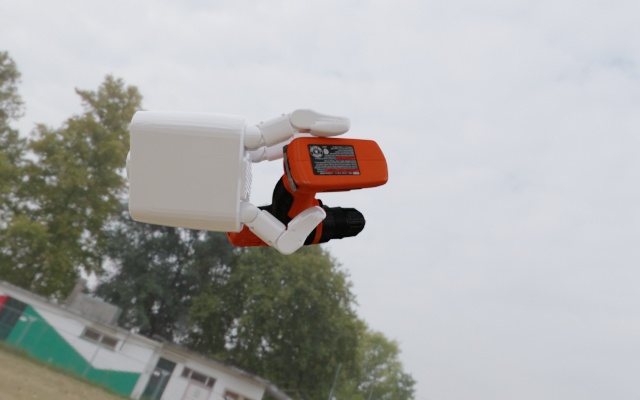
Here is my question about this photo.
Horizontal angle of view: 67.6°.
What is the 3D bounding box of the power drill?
[{"bbox_3d":[0.000,0.002,0.543,0.184,0.057,0.188,-3,-26,-26],"label":"power drill"}]
